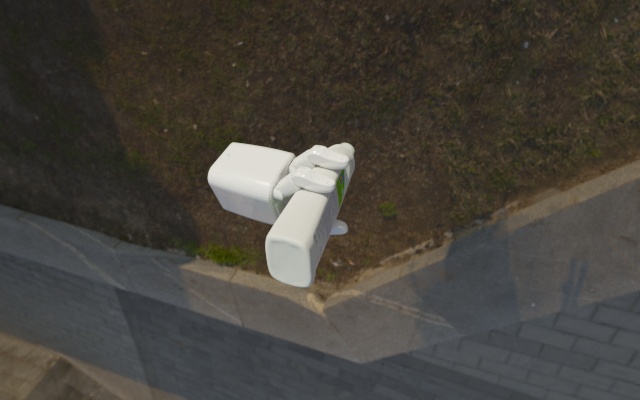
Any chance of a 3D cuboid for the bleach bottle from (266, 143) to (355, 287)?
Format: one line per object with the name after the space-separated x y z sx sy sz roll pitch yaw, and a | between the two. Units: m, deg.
0.000 0.002 0.716 0.068 0.103 0.250 13 45 16 | bleach bottle
